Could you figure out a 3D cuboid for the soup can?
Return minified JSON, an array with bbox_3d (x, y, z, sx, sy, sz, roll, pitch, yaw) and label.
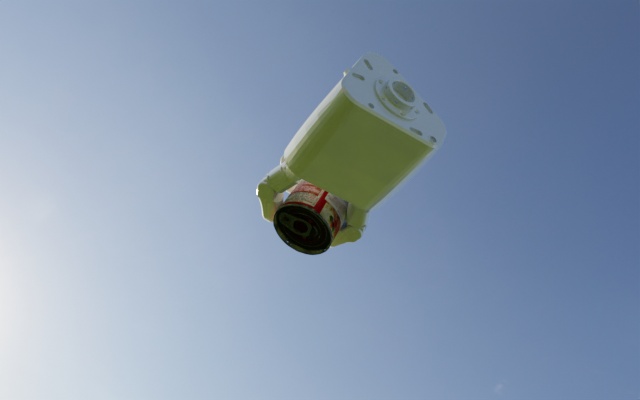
[{"bbox_3d":[0.000,0.002,0.534,0.068,0.068,0.102,0,36,29],"label":"soup can"}]
